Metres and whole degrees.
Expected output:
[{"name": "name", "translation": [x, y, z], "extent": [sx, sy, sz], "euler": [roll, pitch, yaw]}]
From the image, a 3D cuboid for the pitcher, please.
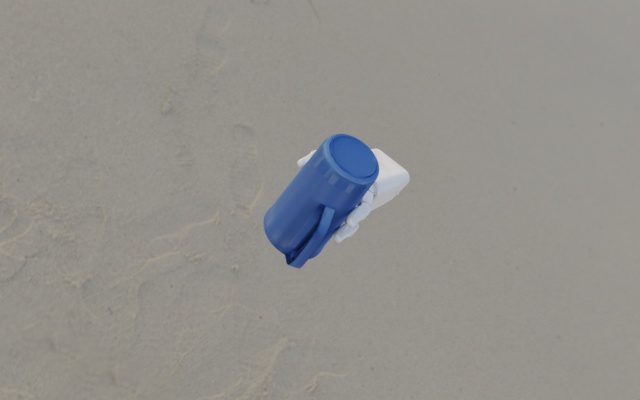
[{"name": "pitcher", "translation": [0.000, 0.003, 0.859], "extent": [0.145, 0.149, 0.243], "euler": [-20, -22, -41]}]
